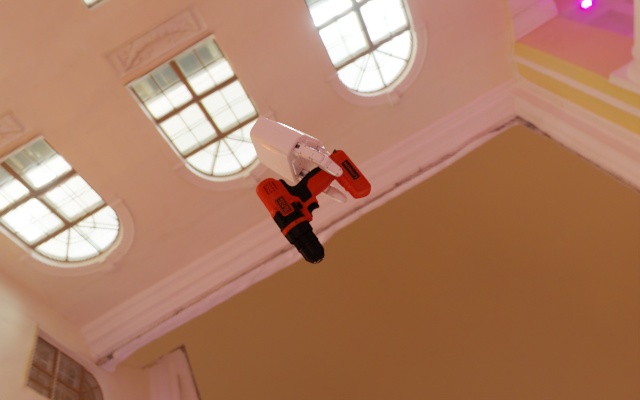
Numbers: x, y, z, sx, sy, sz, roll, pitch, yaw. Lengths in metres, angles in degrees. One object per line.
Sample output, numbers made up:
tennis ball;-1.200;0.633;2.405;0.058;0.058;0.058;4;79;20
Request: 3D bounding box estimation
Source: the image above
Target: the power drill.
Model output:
power drill;0.000;0.002;0.888;0.187;0.184;0.057;-32;-14;-20
